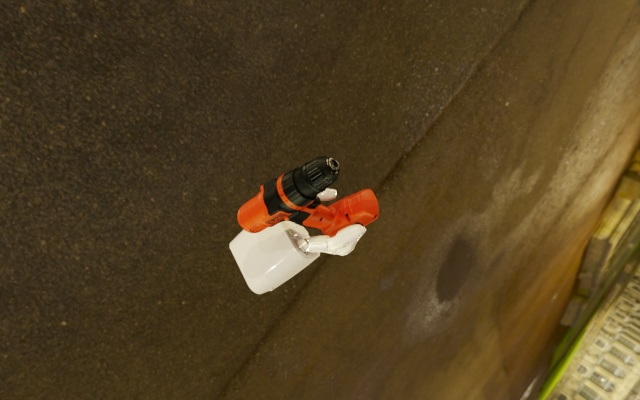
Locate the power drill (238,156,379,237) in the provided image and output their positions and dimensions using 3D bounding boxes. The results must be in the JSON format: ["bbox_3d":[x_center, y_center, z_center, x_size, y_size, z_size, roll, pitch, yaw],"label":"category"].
[{"bbox_3d":[0.000,0.003,0.698,0.184,0.057,0.188,-29,-29,36],"label":"power drill"}]
